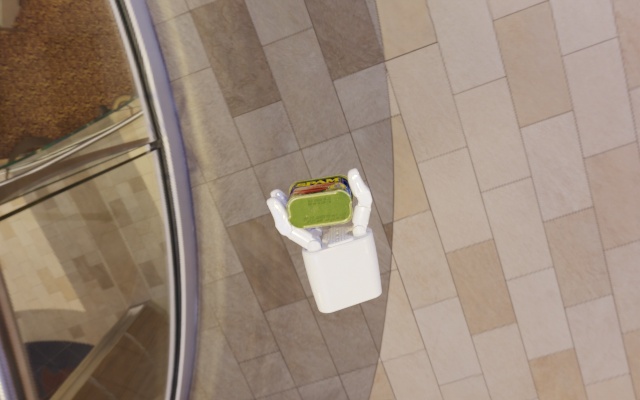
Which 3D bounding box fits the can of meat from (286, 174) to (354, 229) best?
[{"bbox_3d":[0.000,0.002,0.729,0.102,0.057,0.084,-8,17,5],"label":"can of meat"}]
